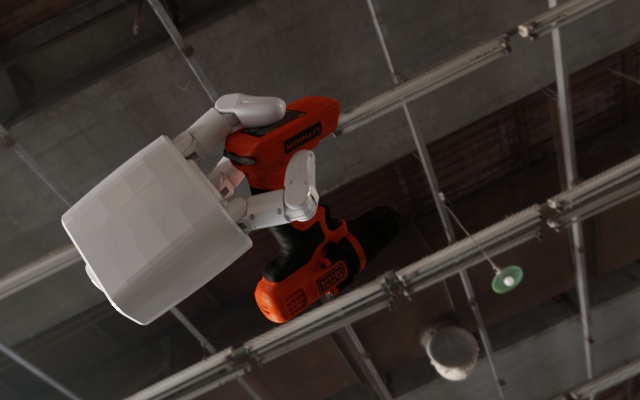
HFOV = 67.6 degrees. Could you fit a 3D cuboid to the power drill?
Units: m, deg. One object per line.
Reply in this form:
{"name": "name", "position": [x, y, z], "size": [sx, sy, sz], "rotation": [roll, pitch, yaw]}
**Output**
{"name": "power drill", "position": [0.000, 0.001, 0.457], "size": [0.184, 0.188, 0.057], "rotation": [-33, 31, -30]}
